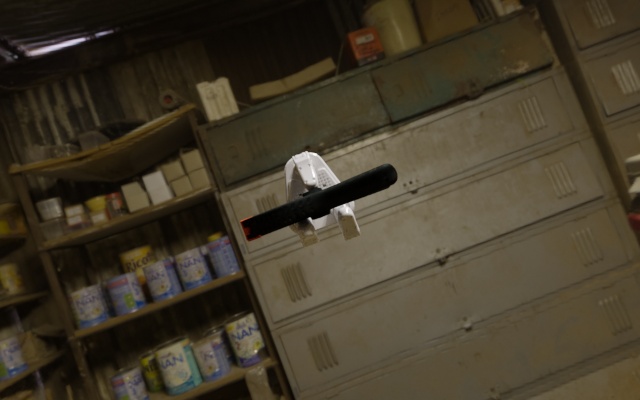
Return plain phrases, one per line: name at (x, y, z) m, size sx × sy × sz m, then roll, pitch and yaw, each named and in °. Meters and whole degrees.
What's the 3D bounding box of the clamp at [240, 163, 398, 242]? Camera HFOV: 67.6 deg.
clamp at (-0.001, 0.001, 0.592) m, size 0.210 × 0.036 × 0.164 m, roll -20°, pitch -3°, yaw -1°
